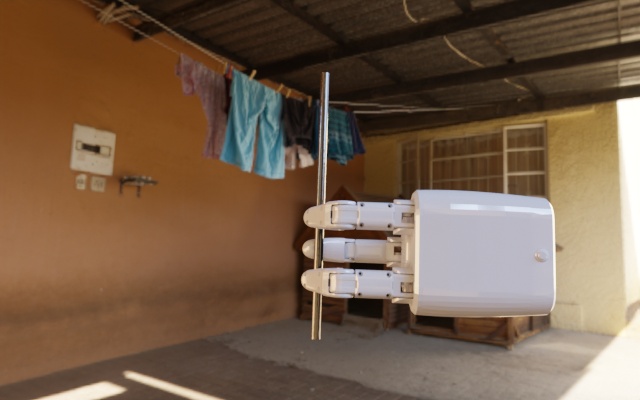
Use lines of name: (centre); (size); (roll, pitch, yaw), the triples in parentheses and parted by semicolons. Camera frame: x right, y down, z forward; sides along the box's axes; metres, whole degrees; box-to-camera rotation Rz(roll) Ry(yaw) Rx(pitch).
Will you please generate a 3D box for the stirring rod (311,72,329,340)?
stirring rod: (0.000, 0.002, 0.431); (0.011, 0.239, 0.011); (2, -7, 0)
